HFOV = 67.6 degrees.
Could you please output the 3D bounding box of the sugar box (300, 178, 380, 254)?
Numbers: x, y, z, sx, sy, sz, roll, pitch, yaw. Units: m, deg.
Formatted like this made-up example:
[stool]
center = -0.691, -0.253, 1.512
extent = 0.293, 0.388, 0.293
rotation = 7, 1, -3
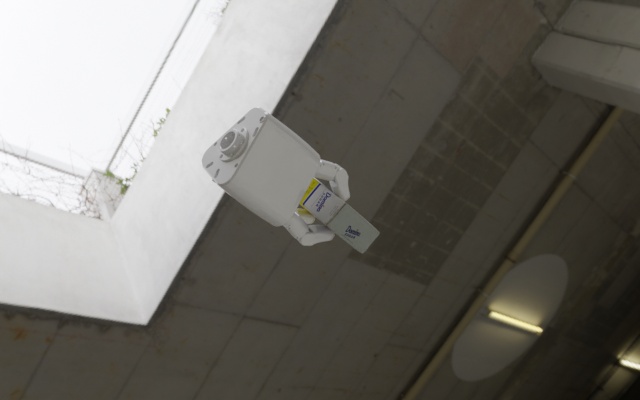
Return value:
[sugar box]
center = 0.000, 0.003, 0.696
extent = 0.093, 0.048, 0.176
rotation = 40, 2, -42
